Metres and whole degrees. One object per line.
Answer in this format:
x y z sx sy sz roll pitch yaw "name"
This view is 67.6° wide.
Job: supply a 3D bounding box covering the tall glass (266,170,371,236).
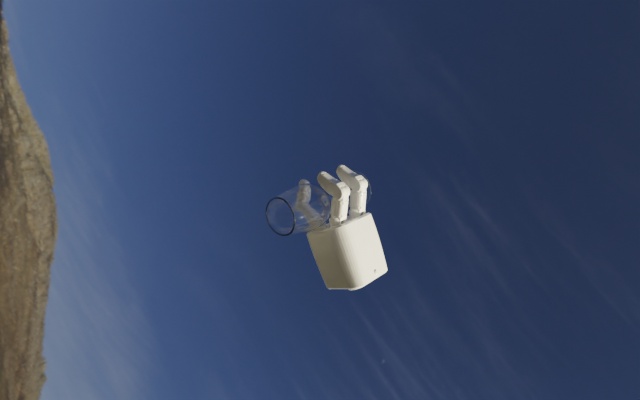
0.000 0.002 0.806 0.079 0.079 0.201 0 13 40 "tall glass"
